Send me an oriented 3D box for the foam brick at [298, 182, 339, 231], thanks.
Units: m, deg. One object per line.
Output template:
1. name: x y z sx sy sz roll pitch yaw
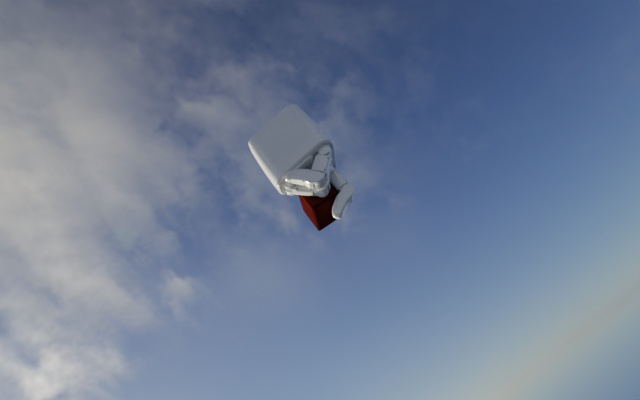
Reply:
1. foam brick: 0.000 0.003 0.796 0.053 0.051 0.078 -33 -30 -12
